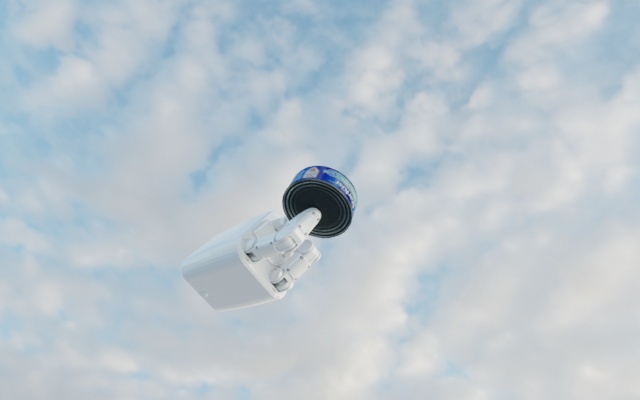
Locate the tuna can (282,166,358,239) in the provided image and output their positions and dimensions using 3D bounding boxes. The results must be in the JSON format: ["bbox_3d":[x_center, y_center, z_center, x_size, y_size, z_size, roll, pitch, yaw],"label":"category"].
[{"bbox_3d":[0.000,0.002,0.567,0.086,0.086,0.033,0,36,21],"label":"tuna can"}]
